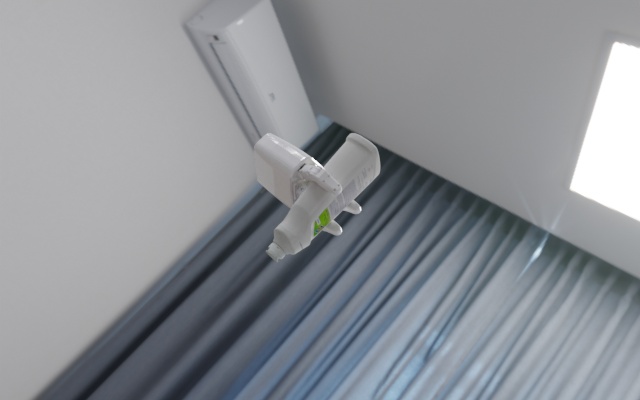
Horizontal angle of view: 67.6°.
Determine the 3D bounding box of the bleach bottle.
[{"bbox_3d":[0.000,0.003,0.827,0.068,0.250,0.103,36,-17,27],"label":"bleach bottle"}]
